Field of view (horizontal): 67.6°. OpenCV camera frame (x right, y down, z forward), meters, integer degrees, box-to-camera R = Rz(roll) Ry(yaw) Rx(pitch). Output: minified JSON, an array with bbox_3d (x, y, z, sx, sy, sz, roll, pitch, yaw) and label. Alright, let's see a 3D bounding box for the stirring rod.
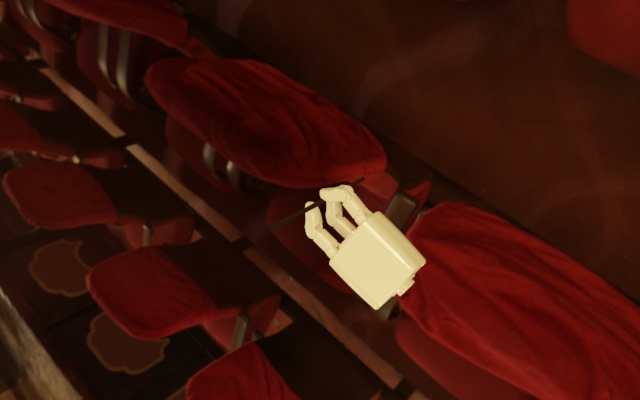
[{"bbox_3d":[0.000,0.002,0.769,0.011,0.011,0.239,0,20,42],"label":"stirring rod"}]
